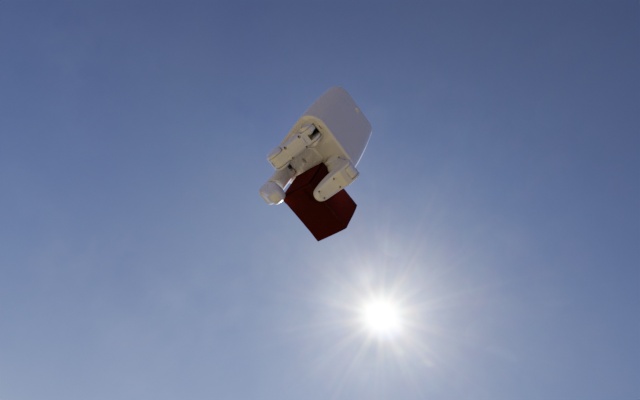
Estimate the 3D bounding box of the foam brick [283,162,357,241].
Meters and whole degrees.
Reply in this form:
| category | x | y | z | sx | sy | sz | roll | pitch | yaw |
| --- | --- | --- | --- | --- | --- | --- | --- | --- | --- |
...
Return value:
| category | x | y | z | sx | sy | sz | roll | pitch | yaw |
| --- | --- | --- | --- | --- | --- | --- | --- | --- | --- |
| foam brick | 0.000 | 0.002 | 0.613 | 0.053 | 0.078 | 0.051 | -26 | 22 | 36 |
